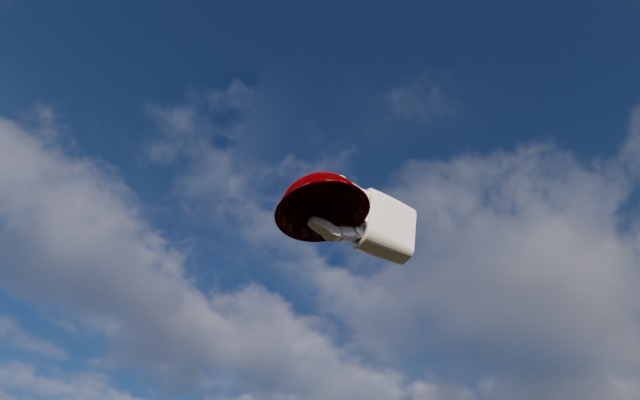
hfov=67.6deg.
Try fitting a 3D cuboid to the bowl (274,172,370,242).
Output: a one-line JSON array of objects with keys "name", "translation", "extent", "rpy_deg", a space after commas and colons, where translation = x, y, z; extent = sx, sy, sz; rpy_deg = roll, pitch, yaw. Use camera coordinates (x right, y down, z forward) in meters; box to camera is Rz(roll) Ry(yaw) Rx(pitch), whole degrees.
[{"name": "bowl", "translation": [-0.001, 0.002, 0.812], "extent": [0.162, 0.055, 0.162], "rpy_deg": [-6, -40, -5]}]
